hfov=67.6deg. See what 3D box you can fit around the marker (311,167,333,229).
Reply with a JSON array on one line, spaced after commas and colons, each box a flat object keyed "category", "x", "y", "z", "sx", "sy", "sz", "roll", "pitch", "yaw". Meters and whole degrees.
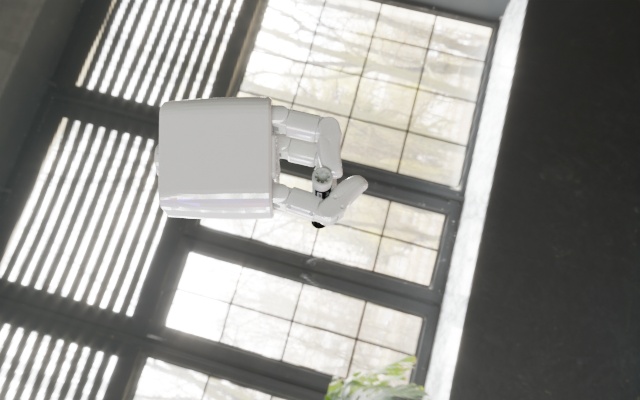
[{"category": "marker", "x": 0.000, "y": 0.002, "z": 0.486, "sx": 0.020, "sy": 0.020, "sz": 0.121, "roll": 0, "pitch": -23, "yaw": -2}]
